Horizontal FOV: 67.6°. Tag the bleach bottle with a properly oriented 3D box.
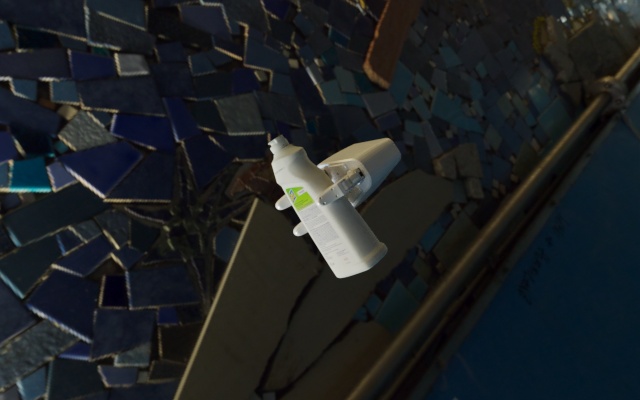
[{"bbox_3d":[0.000,0.003,0.777,0.068,0.251,0.102,-37,5,-40],"label":"bleach bottle"}]
